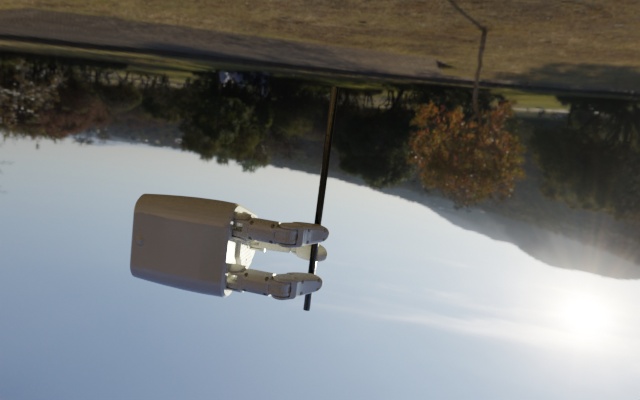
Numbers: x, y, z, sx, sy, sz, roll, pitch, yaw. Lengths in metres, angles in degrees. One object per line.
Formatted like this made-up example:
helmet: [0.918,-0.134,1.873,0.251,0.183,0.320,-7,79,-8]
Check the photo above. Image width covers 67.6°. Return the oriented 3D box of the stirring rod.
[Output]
stirring rod: [0.000,0.002,0.507,0.011,0.239,0.011,7,8,-1]
